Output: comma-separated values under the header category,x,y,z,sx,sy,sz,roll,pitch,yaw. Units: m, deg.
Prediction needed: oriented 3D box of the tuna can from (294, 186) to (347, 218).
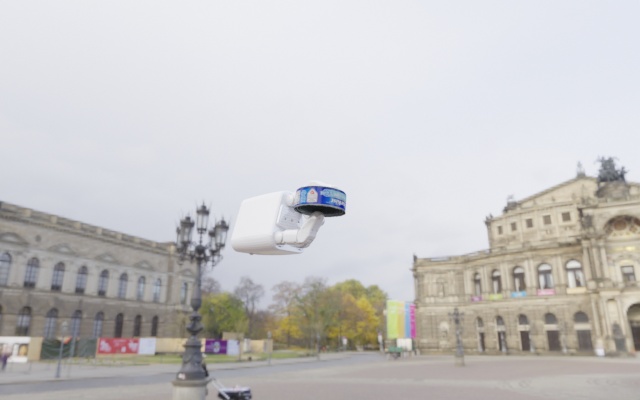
category,x,y,z,sx,sy,sz,roll,pitch,yaw
tuna can,0.000,0.002,0.786,0.086,0.033,0.086,4,-14,1
